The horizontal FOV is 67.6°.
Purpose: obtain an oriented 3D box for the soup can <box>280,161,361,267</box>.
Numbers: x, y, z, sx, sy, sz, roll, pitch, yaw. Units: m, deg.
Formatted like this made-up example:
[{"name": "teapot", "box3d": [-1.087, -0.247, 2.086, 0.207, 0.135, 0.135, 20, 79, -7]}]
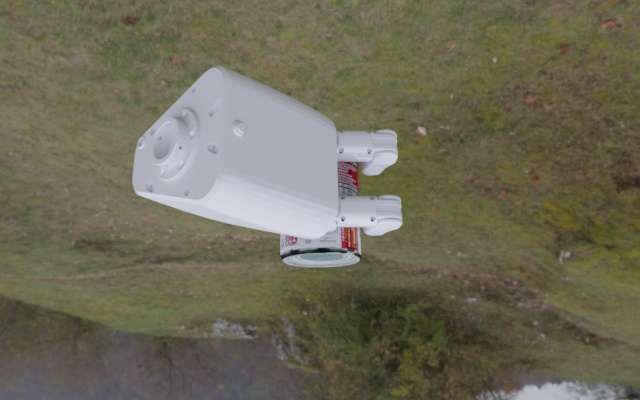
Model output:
[{"name": "soup can", "box3d": [0.000, 0.002, 0.409, 0.068, 0.102, 0.068, -1, -17, 0]}]
